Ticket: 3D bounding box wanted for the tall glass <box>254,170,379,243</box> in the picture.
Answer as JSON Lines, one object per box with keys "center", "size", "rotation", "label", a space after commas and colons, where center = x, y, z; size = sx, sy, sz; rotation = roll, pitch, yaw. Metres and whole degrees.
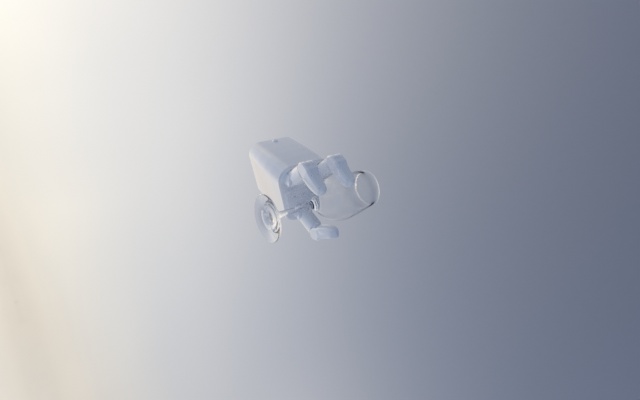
{"center": [0.000, 0.003, 0.755], "size": [0.201, 0.079, 0.079], "rotation": [-16, 9, -34], "label": "tall glass"}
